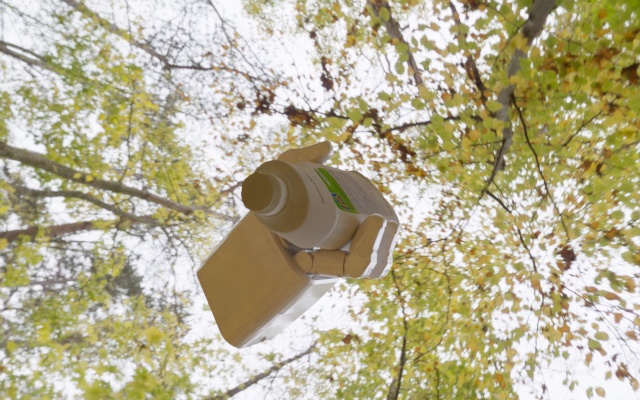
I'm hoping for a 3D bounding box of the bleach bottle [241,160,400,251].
[{"bbox_3d":[0.000,0.002,0.457,0.068,0.102,0.251,-45,-21,13],"label":"bleach bottle"}]
